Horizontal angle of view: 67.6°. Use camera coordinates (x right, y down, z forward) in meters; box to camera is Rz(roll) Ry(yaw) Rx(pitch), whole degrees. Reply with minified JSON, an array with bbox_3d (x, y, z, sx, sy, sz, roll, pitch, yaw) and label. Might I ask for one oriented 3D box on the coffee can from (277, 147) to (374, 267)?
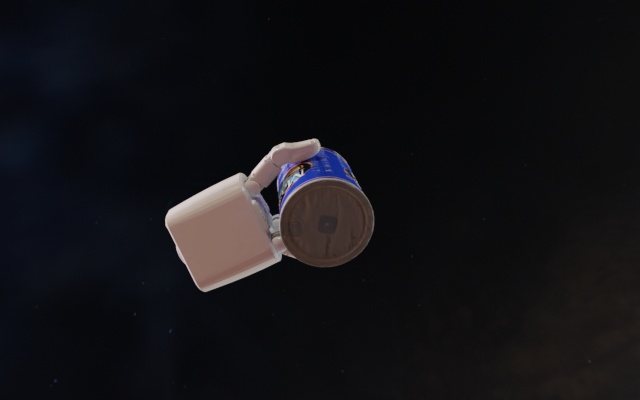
[{"bbox_3d":[0.000,0.002,0.574,0.103,0.103,0.140,0,21,-6],"label":"coffee can"}]
